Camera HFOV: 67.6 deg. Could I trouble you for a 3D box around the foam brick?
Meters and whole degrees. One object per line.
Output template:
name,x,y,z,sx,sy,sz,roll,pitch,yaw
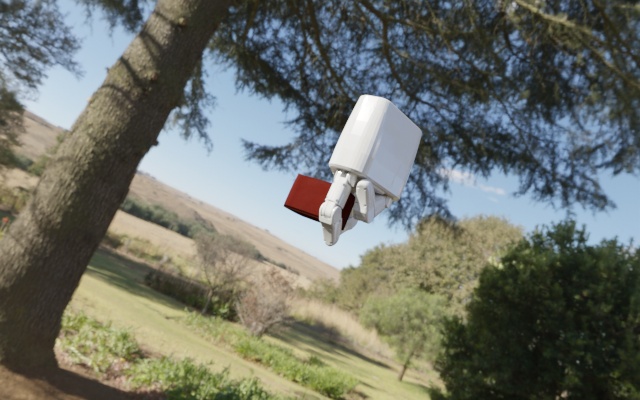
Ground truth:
foam brick,0.000,0.002,0.666,0.078,0.051,0.053,18,-8,30
